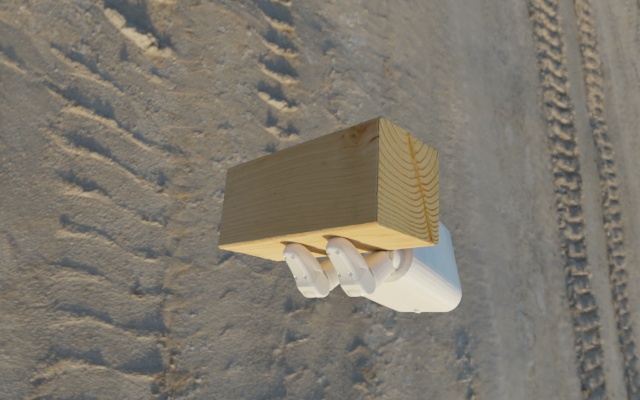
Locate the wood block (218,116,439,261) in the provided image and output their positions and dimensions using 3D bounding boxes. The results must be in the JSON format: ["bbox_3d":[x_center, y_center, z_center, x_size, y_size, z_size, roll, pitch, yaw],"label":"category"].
[{"bbox_3d":[0.000,0.001,0.461,0.206,0.090,0.090,-12,-23,43],"label":"wood block"}]
